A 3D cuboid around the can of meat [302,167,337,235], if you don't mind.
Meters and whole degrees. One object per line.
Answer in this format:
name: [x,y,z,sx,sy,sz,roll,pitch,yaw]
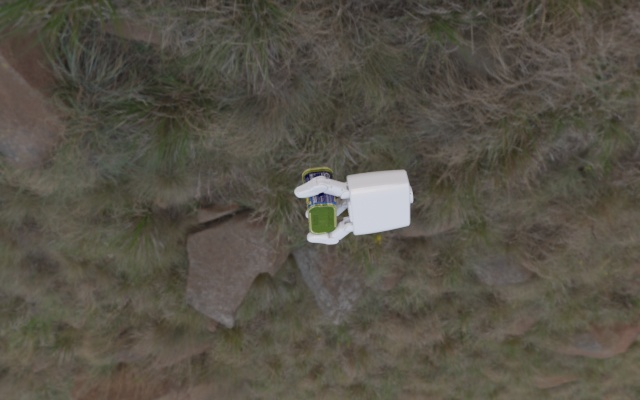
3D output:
can of meat: [0.000,0.003,0.882,0.057,0.084,0.102,-6,-34,-2]
